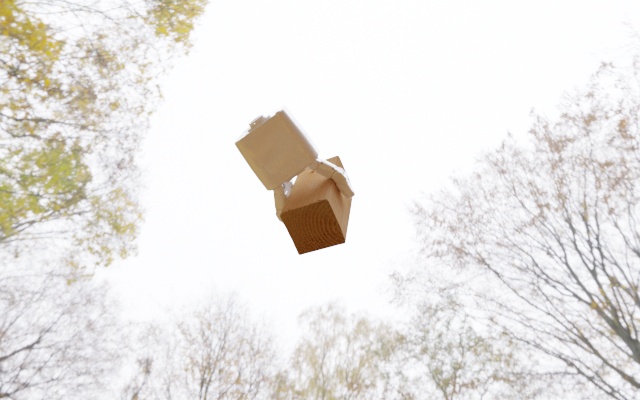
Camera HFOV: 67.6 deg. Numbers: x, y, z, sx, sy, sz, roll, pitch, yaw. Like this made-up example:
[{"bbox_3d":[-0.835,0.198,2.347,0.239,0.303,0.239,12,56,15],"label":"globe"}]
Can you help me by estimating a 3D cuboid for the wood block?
[{"bbox_3d":[0.000,0.002,0.894,0.091,0.090,0.206,-17,23,16],"label":"wood block"}]
